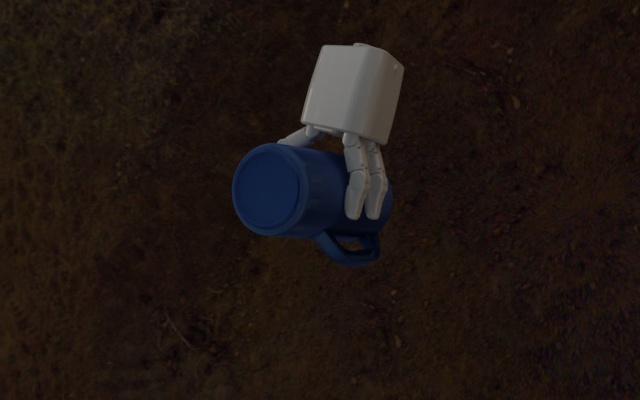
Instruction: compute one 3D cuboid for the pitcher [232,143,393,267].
[{"bbox_3d":[0.000,0.002,0.641,0.149,0.145,0.243,20,7,28],"label":"pitcher"}]
